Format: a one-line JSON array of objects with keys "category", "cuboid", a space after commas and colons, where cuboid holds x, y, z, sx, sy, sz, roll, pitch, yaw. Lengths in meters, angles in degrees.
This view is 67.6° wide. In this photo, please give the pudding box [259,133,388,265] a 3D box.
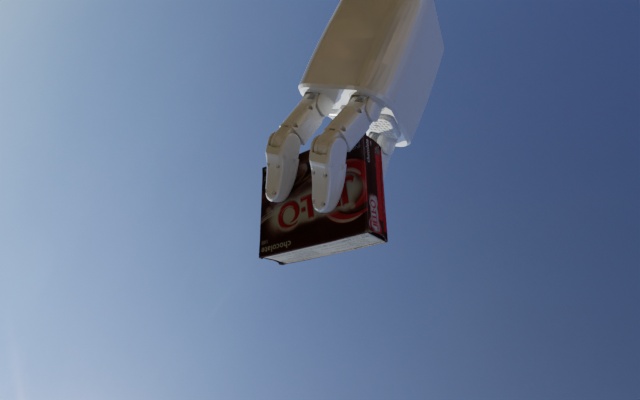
[{"category": "pudding box", "cuboid": [0.000, 0.001, 0.413, 0.113, 0.090, 0.039, -18, -31, 33]}]
